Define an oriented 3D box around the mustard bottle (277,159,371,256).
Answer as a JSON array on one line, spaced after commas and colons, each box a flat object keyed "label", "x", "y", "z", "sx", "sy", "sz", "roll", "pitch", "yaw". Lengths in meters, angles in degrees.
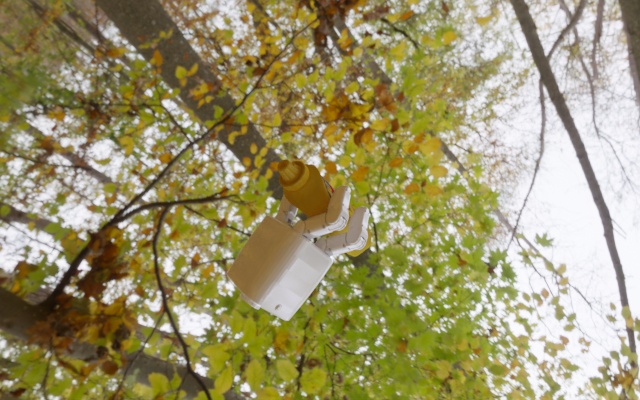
[{"label": "mustard bottle", "x": 0.000, "y": 0.002, "z": 0.672, "sx": 0.058, "sy": 0.096, "sz": 0.192, "roll": -37, "pitch": -44, "yaw": 10}]
